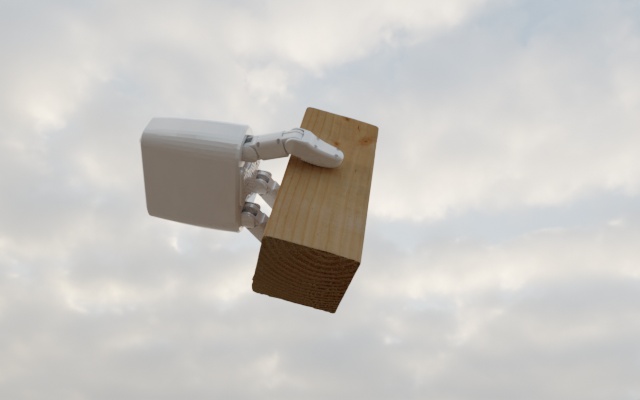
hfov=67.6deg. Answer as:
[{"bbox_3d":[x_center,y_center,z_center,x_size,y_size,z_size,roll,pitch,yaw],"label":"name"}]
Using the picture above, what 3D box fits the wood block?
[{"bbox_3d":[0.000,0.001,0.513,0.090,0.206,0.091,16,-45,-3],"label":"wood block"}]
